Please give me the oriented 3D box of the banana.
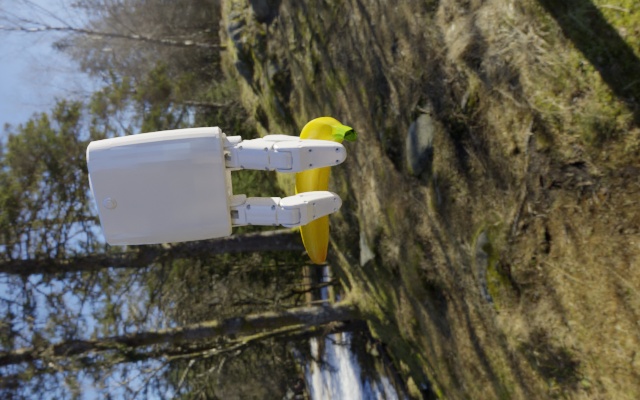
[{"bbox_3d":[-0.004,-0.015,0.484,0.037,0.069,0.198,-7,-39,-14],"label":"banana"}]
